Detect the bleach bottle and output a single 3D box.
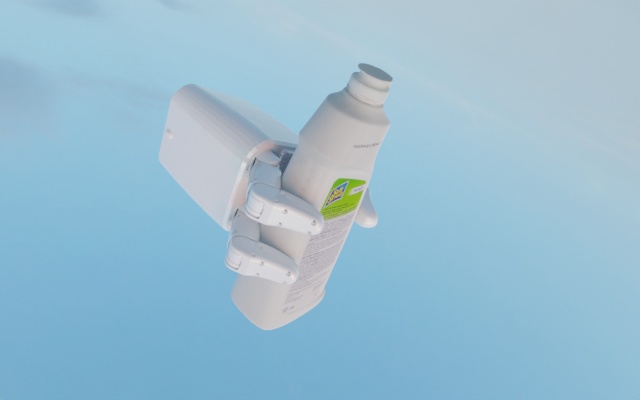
[{"bbox_3d":[0.000,0.001,0.419,0.068,0.251,0.102,39,34,22],"label":"bleach bottle"}]
